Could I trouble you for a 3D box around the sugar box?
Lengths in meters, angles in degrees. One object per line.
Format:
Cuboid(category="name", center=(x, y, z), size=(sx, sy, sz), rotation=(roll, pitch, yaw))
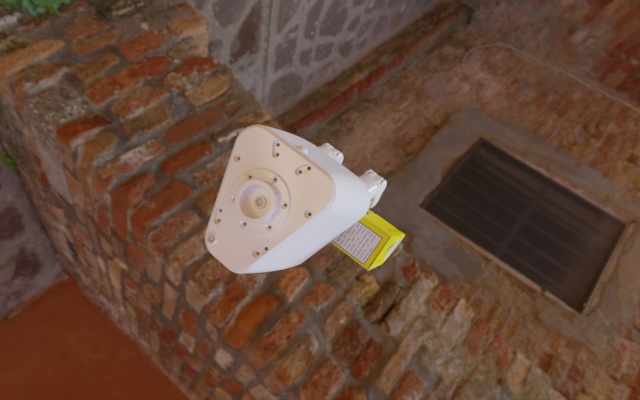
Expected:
Cuboid(category="sugar box", center=(0.000, 0.001, 0.502), size=(0.176, 0.048, 0.093), rotation=(38, 9, 15))
